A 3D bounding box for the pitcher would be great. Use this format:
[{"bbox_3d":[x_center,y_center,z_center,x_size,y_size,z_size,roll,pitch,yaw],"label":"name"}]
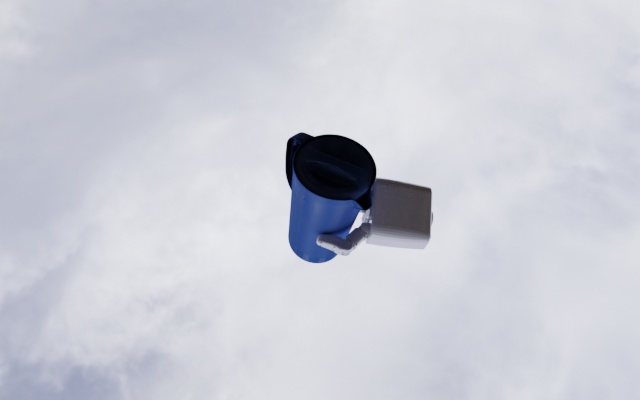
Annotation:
[{"bbox_3d":[0.000,0.003,0.839,0.145,0.149,0.243,7,-36,-5],"label":"pitcher"}]
